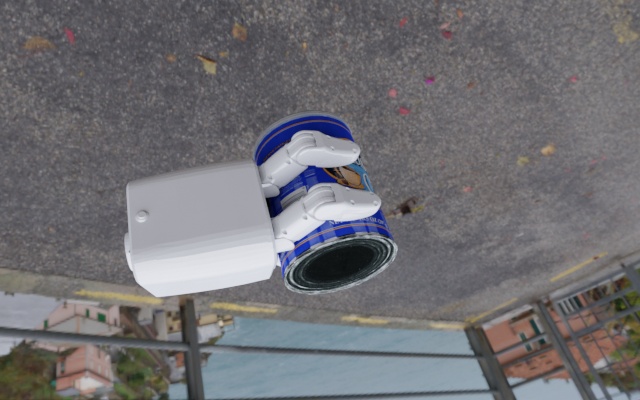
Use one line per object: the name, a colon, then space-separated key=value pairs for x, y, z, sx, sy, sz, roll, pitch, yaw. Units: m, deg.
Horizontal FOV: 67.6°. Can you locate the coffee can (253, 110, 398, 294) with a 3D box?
coffee can: x=0.000 y=0.001 z=0.448 sx=0.103 sy=0.140 sz=0.103 roll=-13 pitch=-32 yaw=-8
